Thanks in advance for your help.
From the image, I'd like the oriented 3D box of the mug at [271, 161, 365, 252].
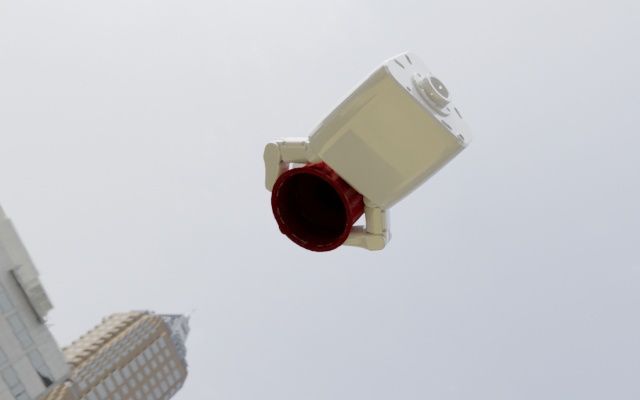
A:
[{"bbox_3d":[-0.001,0.002,0.517,0.117,0.093,0.081,-39,0,37],"label":"mug"}]
